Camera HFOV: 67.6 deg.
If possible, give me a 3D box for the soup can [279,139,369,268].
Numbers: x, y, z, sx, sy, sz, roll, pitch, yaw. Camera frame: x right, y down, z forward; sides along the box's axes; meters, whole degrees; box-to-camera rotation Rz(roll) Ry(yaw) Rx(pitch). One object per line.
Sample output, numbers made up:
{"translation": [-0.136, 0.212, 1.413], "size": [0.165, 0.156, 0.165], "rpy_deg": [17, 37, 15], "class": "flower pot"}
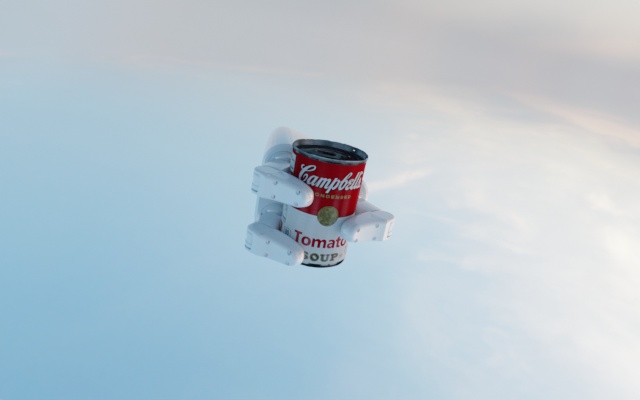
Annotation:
{"translation": [0.000, 0.002, 0.437], "size": [0.068, 0.102, 0.068], "rpy_deg": [10, 20, -3], "class": "soup can"}
